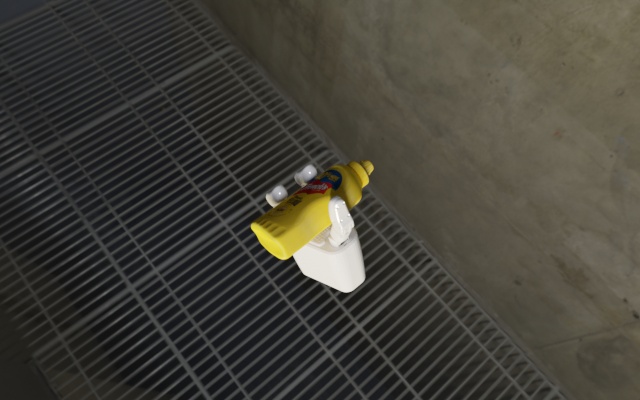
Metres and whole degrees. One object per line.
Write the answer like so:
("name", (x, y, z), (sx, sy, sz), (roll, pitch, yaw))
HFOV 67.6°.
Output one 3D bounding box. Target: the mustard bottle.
("mustard bottle", (0.000, 0.002, 0.670), (0.191, 0.058, 0.096), (-36, 22, -19))
